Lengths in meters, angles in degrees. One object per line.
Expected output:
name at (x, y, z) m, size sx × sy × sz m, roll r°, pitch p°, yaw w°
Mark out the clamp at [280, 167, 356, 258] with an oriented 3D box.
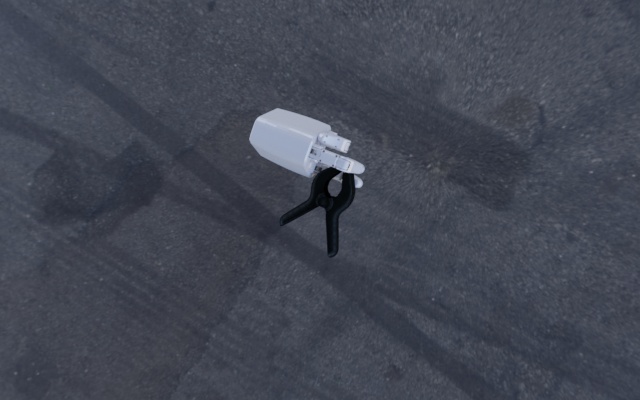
clamp at (0.000, 0.003, 0.838) m, size 0.120 × 0.171 × 0.039 m, roll 22°, pitch 10°, yaw 9°
